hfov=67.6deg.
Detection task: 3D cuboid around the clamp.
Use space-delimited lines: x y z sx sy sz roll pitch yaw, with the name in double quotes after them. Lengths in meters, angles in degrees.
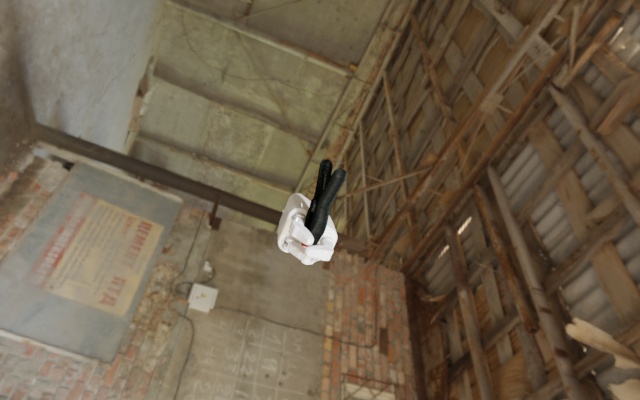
0.001 0.003 0.894 0.039 0.171 0.120 20 17 -12 "clamp"
